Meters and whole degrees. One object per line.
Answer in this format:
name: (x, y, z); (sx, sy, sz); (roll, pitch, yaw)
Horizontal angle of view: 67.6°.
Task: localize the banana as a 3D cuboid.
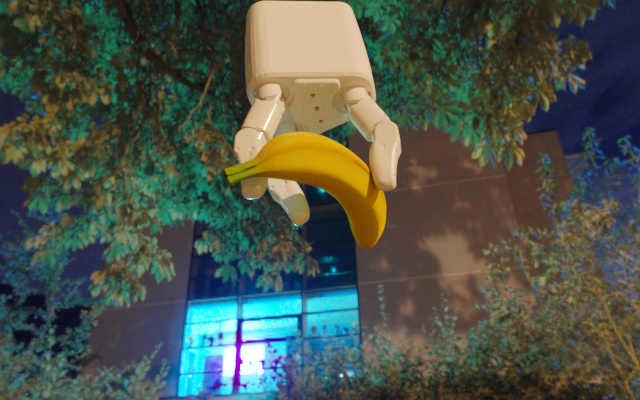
banana: (0.013, -0.009, 0.396); (0.070, 0.037, 0.198); (-31, -37, 24)
